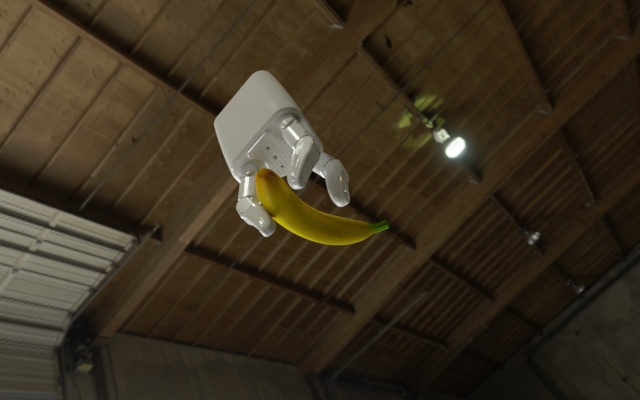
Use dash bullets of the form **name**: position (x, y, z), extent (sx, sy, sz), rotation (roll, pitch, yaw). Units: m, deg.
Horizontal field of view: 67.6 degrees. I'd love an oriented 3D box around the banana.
- **banana**: position (-0.009, 0.016, 0.559), extent (0.198, 0.070, 0.037), rotation (21, 30, -38)
